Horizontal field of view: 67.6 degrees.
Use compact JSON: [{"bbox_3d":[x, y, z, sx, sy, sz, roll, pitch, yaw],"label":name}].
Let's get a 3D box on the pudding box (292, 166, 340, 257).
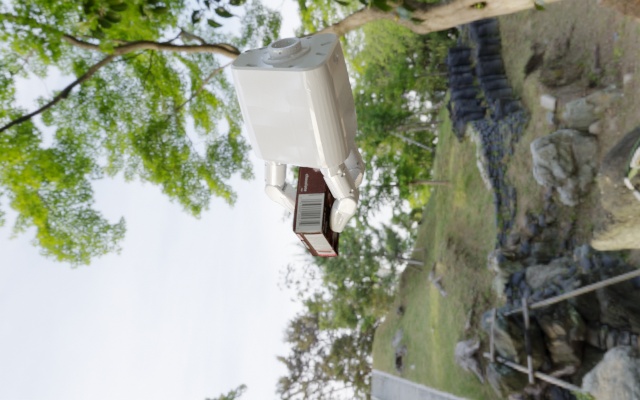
[{"bbox_3d":[0.000,0.002,0.578,0.039,0.113,0.090,0,-23,16],"label":"pudding box"}]
